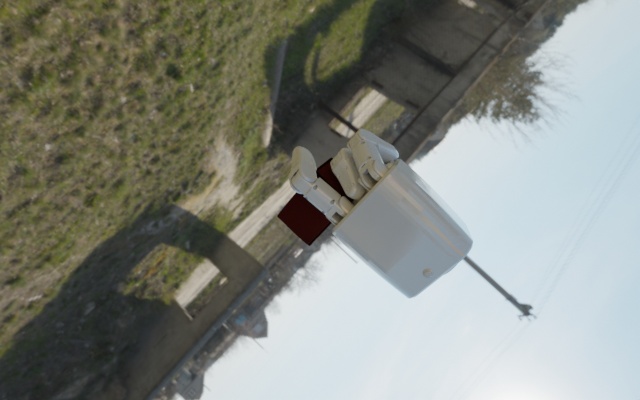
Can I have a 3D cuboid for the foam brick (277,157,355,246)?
[{"bbox_3d":[0.000,0.002,0.529,0.078,0.051,0.053,-48,-3,32],"label":"foam brick"}]
